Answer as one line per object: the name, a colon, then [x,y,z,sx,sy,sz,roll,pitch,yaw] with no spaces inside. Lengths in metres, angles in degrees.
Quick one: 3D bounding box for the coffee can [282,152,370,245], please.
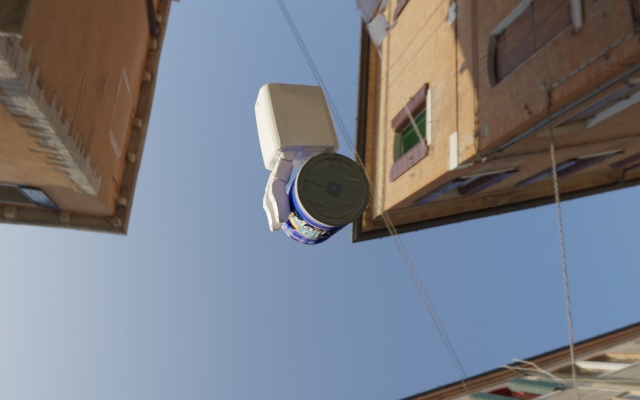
coffee can: [0.000,0.002,0.698,0.103,0.102,0.140,0,-15,-15]
